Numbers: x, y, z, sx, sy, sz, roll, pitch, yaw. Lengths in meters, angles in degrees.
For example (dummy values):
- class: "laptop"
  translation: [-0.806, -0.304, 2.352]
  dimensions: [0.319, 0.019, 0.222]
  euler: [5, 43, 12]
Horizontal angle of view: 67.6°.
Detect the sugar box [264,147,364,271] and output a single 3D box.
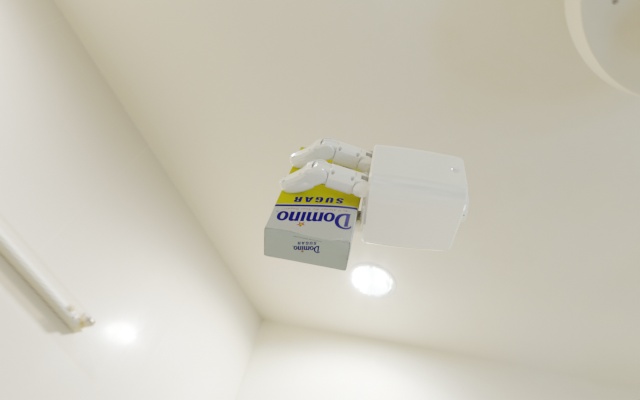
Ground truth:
- class: "sugar box"
  translation: [0.000, 0.001, 0.565]
  dimensions: [0.093, 0.048, 0.176]
  euler: [10, 34, 5]
